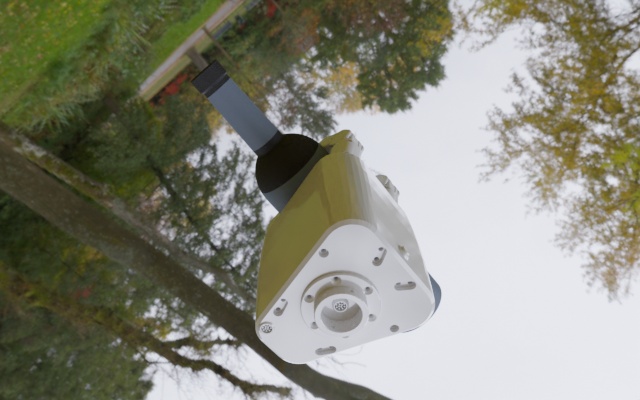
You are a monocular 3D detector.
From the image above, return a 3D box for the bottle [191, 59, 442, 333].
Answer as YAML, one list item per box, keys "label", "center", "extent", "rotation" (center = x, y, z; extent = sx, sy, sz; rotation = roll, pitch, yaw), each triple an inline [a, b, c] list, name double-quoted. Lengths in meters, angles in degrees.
- label: "bottle"
  center: [0.000, 0.002, 0.424]
  extent: [0.296, 0.069, 0.069]
  rotation: [48, -21, -20]
